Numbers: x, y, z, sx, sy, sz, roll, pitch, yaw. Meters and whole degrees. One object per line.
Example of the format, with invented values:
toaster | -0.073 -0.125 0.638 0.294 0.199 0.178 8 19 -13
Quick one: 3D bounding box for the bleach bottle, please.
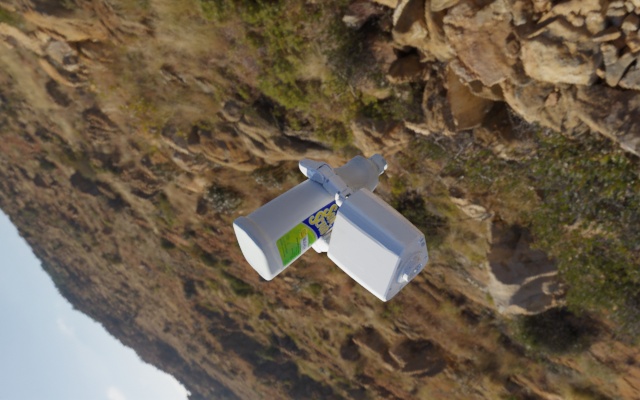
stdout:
bleach bottle | 0.000 0.002 0.683 0.250 0.103 0.068 -37 56 -23
